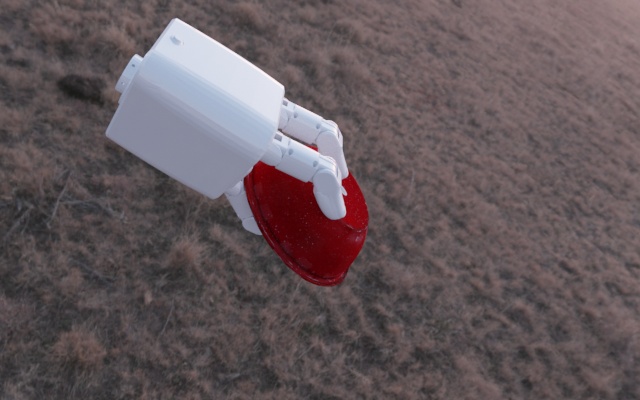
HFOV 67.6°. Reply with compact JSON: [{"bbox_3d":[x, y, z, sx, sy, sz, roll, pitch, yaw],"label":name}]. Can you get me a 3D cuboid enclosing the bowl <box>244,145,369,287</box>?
[{"bbox_3d":[0.001,0.002,0.480,0.055,0.162,0.162,-31,-15,26],"label":"bowl"}]
